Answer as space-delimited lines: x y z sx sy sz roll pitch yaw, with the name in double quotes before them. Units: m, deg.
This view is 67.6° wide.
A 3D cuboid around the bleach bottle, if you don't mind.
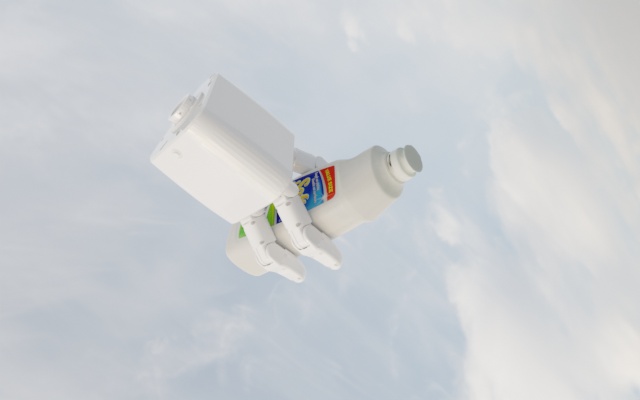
"bleach bottle" 0.000 0.002 0.518 0.068 0.102 0.251 40 -46 -25
